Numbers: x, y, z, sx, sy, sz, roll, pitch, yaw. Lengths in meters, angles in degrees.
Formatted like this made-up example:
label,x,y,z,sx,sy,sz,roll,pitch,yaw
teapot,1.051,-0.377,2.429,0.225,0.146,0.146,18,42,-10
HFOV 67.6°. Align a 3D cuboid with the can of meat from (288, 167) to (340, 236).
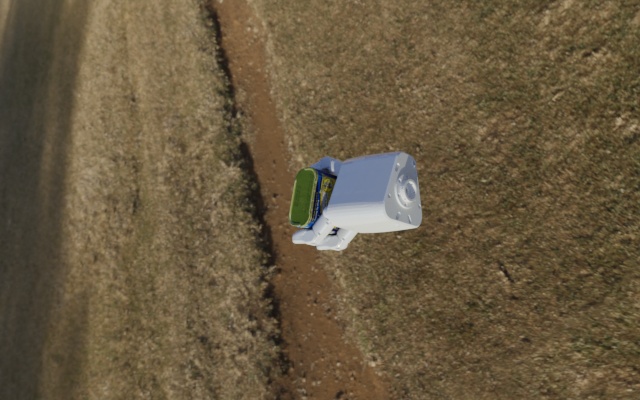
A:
label,x,y,z,sx,sy,sz,roll,pitch,yaw
can of meat,0.000,0.002,0.779,0.084,0.102,0.057,17,-12,-42
